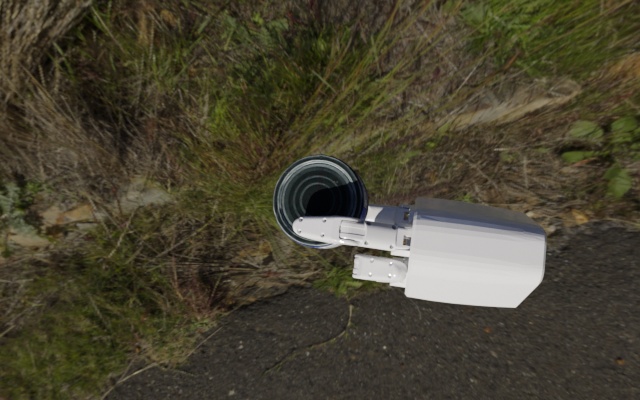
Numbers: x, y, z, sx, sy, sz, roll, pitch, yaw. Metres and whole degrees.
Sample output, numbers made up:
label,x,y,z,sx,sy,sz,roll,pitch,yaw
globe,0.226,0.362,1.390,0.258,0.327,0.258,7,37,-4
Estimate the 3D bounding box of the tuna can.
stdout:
label,x,y,z,sx,sy,sz,roll,pitch,yaw
tuna can,0.000,0.001,0.442,0.086,0.086,0.034,0,-6,13
